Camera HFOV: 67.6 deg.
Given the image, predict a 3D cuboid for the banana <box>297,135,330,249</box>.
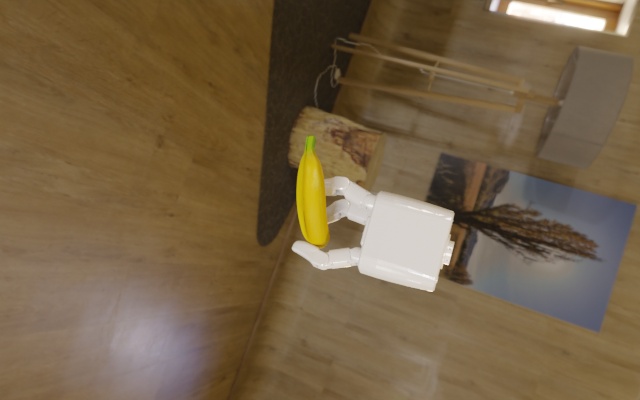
[{"bbox_3d":[-0.006,0.012,0.654,0.037,0.198,0.069,11,44,16],"label":"banana"}]
